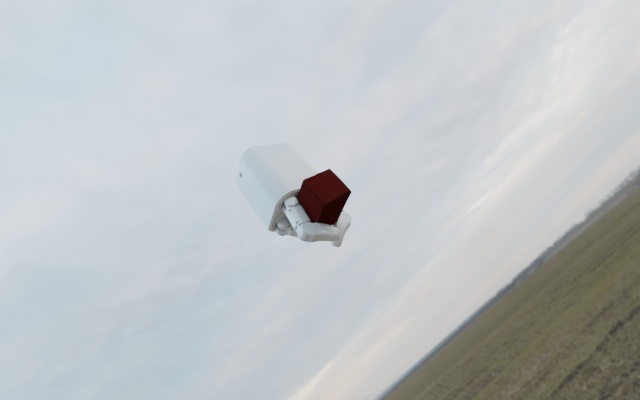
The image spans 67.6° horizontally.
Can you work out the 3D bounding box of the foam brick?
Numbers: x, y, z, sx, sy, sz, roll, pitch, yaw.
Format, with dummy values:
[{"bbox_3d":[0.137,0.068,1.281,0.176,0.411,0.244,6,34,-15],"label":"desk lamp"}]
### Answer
[{"bbox_3d":[0.000,0.002,0.694,0.053,0.051,0.078,-25,-26,-33],"label":"foam brick"}]
